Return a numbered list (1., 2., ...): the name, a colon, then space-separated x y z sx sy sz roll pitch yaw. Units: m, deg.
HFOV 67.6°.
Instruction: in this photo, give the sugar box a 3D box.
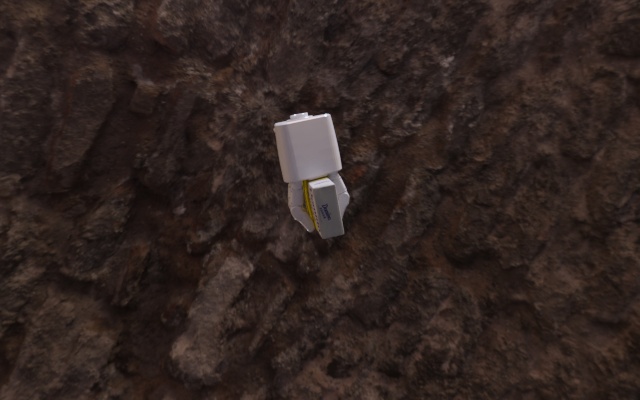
1. sugar box: 0.000 0.003 0.887 0.048 0.093 0.176 -12 12 -4
